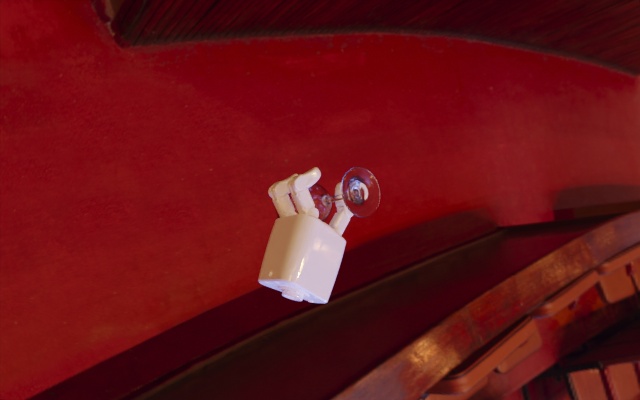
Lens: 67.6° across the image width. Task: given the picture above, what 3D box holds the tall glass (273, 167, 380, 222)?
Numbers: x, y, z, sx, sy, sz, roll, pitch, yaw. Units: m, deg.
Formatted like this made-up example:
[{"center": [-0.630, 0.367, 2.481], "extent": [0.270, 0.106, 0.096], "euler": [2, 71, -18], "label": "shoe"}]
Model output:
[{"center": [0.001, 0.002, 0.769], "extent": [0.079, 0.079, 0.201], "euler": [0, -8, -37], "label": "tall glass"}]
